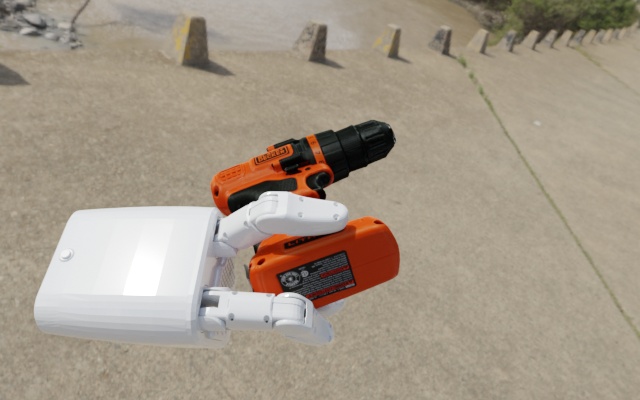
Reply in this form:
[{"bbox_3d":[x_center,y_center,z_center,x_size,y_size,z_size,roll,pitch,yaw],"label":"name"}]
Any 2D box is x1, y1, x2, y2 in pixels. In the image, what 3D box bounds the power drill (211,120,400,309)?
[{"bbox_3d":[0.000,0.002,0.405,0.184,0.057,0.187,-22,32,-1],"label":"power drill"}]
